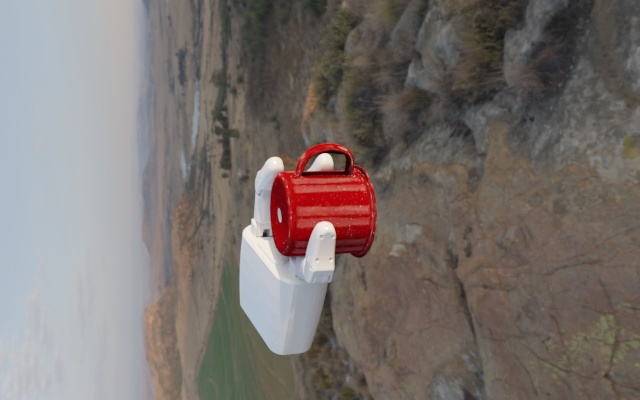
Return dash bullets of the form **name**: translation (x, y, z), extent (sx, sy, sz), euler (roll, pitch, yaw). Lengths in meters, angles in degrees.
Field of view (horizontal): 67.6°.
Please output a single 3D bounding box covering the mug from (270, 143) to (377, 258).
- **mug**: translation (0.000, 0.000, 0.460), extent (0.081, 0.117, 0.093), euler (-2, 29, -20)
